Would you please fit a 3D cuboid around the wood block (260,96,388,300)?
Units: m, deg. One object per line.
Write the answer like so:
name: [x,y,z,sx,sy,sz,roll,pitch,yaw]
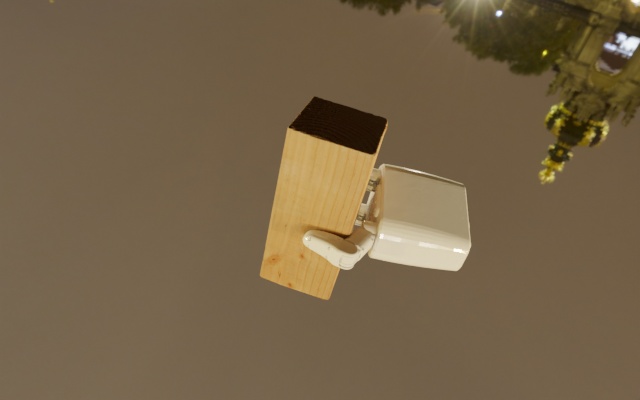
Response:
wood block: [0.000,0.002,0.546,0.090,0.206,0.090,19,36,6]
